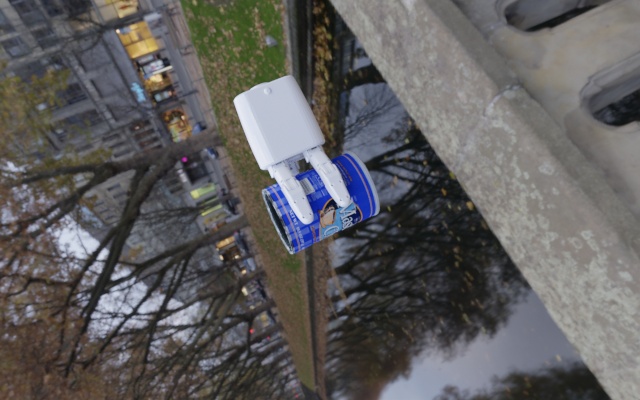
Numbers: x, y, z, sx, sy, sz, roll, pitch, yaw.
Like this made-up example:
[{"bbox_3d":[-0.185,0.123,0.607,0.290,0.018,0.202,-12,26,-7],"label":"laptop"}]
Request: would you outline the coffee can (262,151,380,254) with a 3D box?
[{"bbox_3d":[0.000,0.002,0.693,0.140,0.103,0.103,-25,5,-12],"label":"coffee can"}]
